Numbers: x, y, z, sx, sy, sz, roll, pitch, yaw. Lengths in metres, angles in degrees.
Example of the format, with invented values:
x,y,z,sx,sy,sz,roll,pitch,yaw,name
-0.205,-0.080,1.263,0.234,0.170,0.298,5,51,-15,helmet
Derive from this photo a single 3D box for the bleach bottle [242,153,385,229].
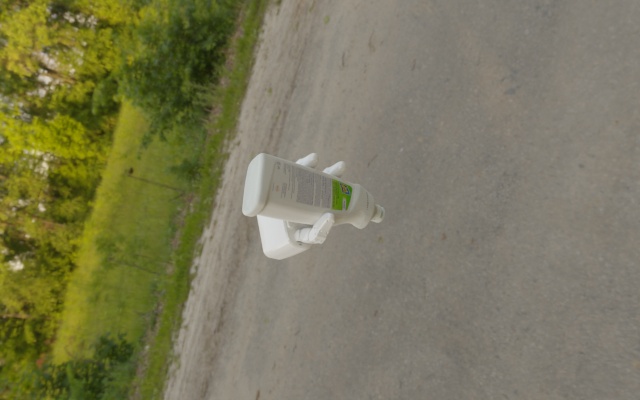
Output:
x,y,z,sx,sy,sz,roll,pitch,yaw,name
0.000,0.002,0.799,0.251,0.102,0.068,16,-25,-27,bleach bottle
